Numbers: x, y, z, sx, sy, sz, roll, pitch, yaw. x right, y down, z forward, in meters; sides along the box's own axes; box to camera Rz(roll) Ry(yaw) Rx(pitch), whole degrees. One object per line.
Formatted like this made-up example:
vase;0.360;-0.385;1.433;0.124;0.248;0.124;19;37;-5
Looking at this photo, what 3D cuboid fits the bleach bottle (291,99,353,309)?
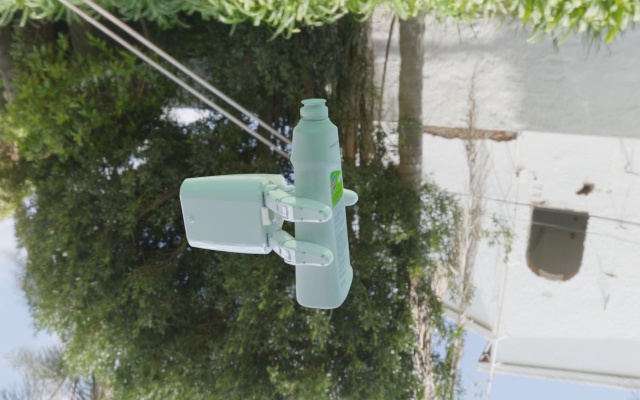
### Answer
bleach bottle;0.000;0.002;0.588;0.068;0.251;0.102;2;22;12
